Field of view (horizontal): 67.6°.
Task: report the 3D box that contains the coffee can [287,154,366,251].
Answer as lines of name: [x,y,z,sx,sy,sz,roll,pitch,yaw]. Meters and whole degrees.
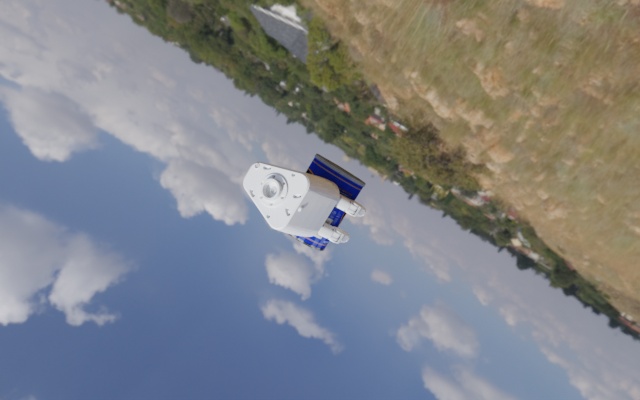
coffee can: [0.000,0.003,0.846,0.103,0.140,0.103,31,7,-4]
